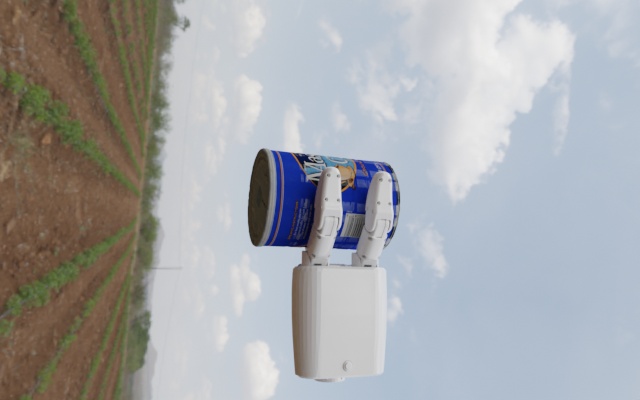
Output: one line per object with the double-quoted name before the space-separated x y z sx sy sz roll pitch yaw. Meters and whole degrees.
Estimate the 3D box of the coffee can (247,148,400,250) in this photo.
"coffee can" 0.000 0.002 0.518 0.140 0.103 0.103 4 -2 -19
